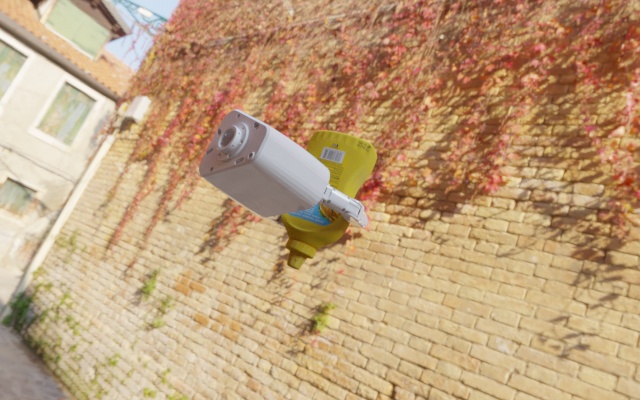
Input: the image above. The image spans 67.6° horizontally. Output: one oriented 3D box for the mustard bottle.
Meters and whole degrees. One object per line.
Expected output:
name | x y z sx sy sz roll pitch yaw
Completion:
mustard bottle | 0.000 0.002 0.646 0.096 0.191 0.058 17 -15 22
